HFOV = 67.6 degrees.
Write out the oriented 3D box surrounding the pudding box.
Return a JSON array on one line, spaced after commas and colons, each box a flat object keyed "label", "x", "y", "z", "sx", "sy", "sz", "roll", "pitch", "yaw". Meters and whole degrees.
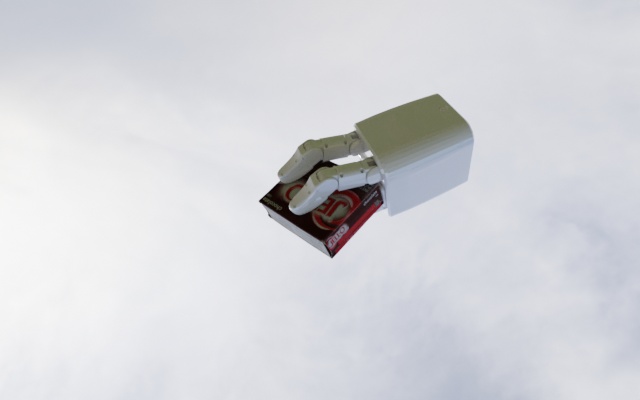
[{"label": "pudding box", "x": 0.000, "y": 0.002, "z": 0.537, "sx": 0.113, "sy": 0.090, "sz": 0.039, "roll": 28, "pitch": -26, "yaw": 41}]
